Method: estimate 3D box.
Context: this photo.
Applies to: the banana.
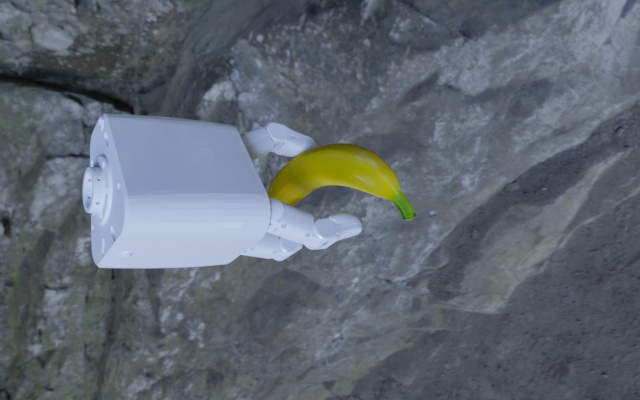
[{"bbox_3d":[0.002,-0.017,0.450,0.037,0.069,0.198,-4,3,-40],"label":"banana"}]
